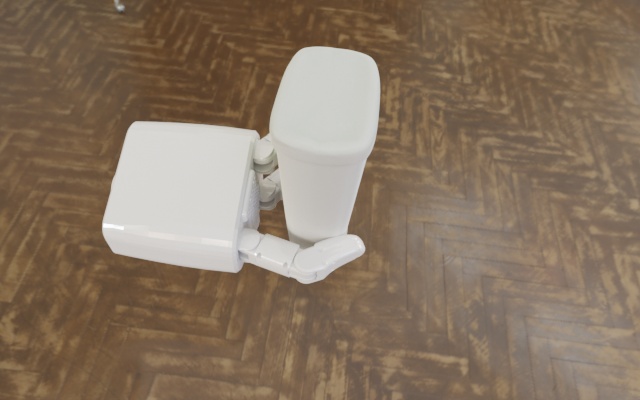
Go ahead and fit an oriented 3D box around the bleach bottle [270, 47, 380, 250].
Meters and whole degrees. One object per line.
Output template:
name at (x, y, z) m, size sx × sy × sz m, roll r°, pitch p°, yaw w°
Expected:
bleach bottle at (0.000, 0.001, 0.409) m, size 0.068 × 0.102 × 0.251 m, roll 8°, pitch -35°, yaw 3°
